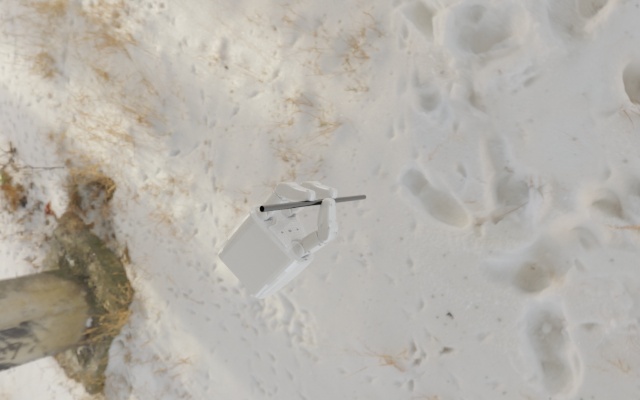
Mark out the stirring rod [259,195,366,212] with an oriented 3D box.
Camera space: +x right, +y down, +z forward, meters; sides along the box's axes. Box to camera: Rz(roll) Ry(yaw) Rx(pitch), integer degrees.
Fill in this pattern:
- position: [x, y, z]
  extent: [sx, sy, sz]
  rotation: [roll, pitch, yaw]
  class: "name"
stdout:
- position: [0.000, 0.002, 0.661]
  extent: [0.011, 0.011, 0.239]
  rotation: [0, 4, 35]
  class: "stirring rod"
